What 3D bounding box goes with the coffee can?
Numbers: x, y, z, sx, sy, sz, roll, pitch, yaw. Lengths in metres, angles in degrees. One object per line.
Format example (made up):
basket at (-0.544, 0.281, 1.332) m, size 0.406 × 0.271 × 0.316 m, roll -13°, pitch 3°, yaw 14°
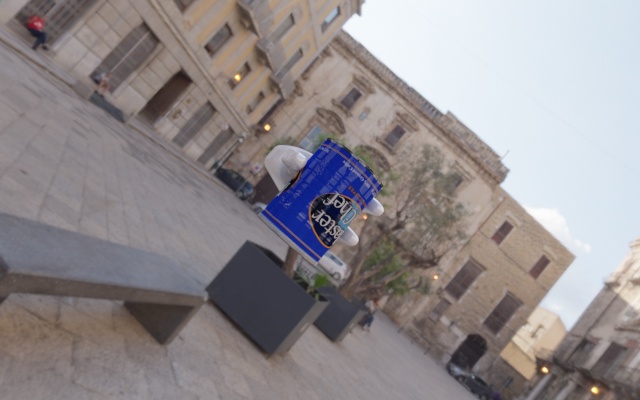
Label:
coffee can at (0.000, 0.002, 0.640) m, size 0.103 × 0.140 × 0.103 m, roll 41°, pitch -4°, yaw 4°
